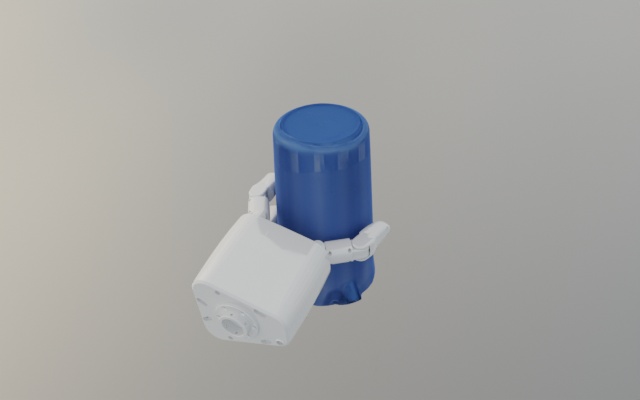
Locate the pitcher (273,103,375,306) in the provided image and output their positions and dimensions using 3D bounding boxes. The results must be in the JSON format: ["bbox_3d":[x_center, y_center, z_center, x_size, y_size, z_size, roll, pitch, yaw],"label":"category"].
[{"bbox_3d":[0.000,0.002,0.606,0.149,0.243,0.145,12,41,18],"label":"pitcher"}]
